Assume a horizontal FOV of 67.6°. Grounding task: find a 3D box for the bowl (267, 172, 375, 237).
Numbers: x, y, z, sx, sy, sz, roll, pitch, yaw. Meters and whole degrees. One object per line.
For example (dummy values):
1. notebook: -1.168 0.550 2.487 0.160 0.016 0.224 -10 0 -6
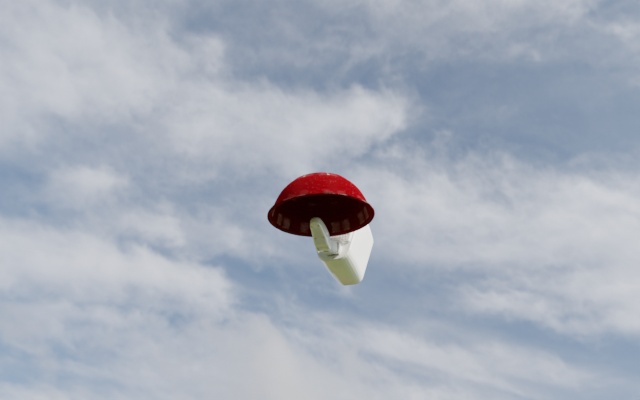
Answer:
1. bowl: 0.000 0.001 0.727 0.162 0.055 0.162 -1 -25 -1
